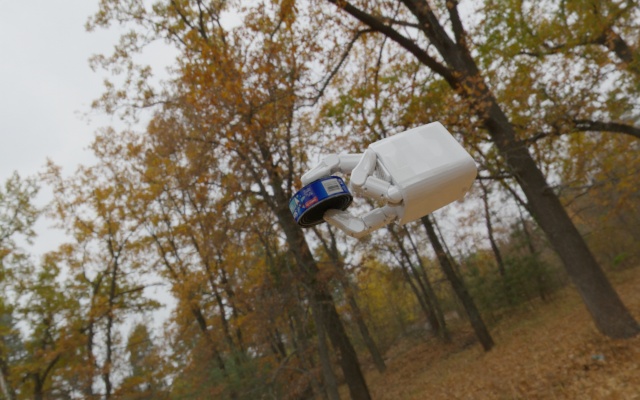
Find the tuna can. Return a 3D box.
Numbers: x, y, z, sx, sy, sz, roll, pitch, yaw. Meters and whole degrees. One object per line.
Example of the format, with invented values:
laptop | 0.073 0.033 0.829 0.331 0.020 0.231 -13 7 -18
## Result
tuna can | 0.000 0.002 0.661 0.086 0.033 0.086 -24 -20 -9
